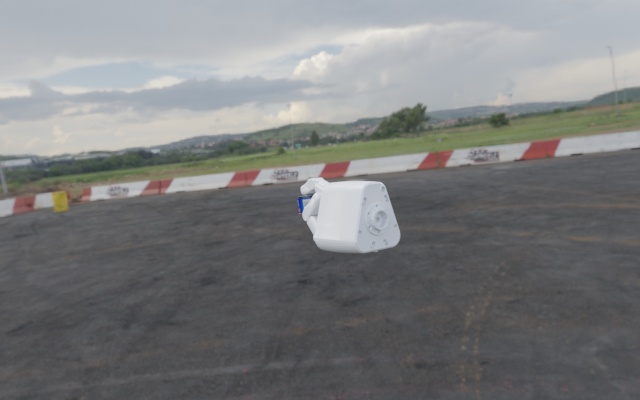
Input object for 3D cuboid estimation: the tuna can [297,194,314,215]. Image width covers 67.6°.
[{"bbox_3d":[0.000,0.002,0.888,0.086,0.034,0.086,-9,2,0],"label":"tuna can"}]
